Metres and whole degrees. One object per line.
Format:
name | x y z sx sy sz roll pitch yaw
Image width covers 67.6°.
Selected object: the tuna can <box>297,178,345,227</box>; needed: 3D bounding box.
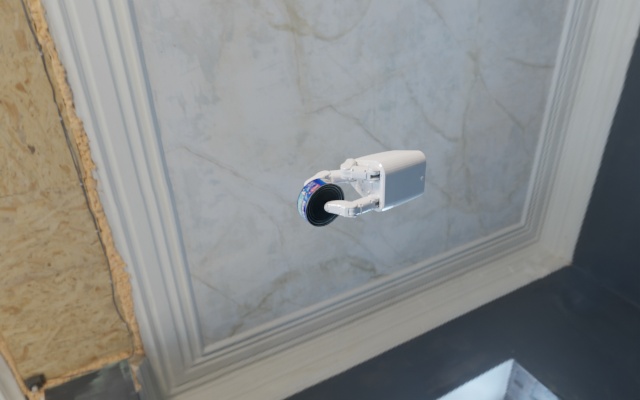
tuna can | 0.000 0.003 0.872 0.086 0.086 0.033 0 24 -39
